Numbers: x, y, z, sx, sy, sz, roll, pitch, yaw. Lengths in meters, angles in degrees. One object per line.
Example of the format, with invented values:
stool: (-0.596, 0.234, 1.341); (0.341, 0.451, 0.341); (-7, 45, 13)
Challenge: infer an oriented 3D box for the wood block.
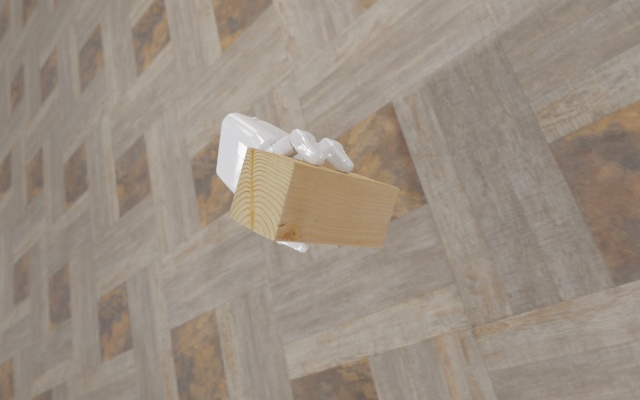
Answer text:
wood block: (0.000, 0.002, 0.615); (0.090, 0.091, 0.206); (22, 9, 42)
